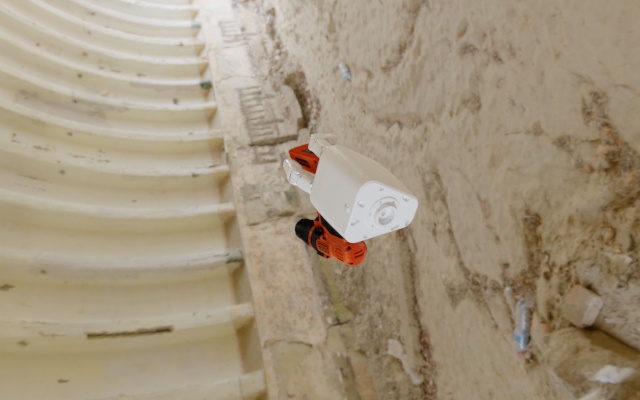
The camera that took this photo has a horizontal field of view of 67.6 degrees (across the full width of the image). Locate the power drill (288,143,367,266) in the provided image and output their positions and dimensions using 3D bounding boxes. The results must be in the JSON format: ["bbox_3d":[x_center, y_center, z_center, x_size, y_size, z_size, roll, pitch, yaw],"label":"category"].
[{"bbox_3d":[0.000,0.002,0.787,0.057,0.188,0.184,-23,23,-29],"label":"power drill"}]
